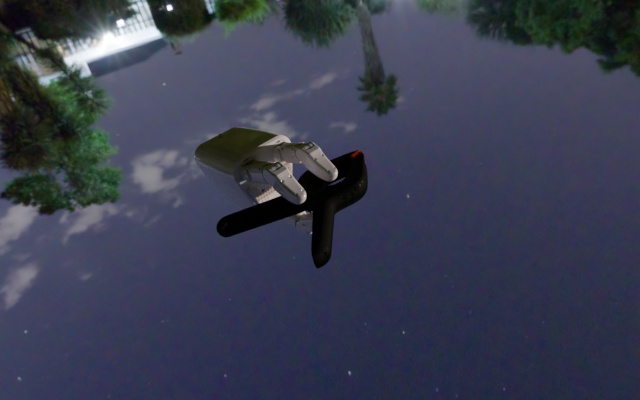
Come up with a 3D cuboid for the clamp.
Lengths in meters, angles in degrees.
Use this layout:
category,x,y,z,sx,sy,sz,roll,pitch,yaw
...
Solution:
category,x,y,z,sx,sy,sz,roll,pitch,yaw
clamp,0.000,0.002,0.577,0.164,0.036,0.210,20,45,42
